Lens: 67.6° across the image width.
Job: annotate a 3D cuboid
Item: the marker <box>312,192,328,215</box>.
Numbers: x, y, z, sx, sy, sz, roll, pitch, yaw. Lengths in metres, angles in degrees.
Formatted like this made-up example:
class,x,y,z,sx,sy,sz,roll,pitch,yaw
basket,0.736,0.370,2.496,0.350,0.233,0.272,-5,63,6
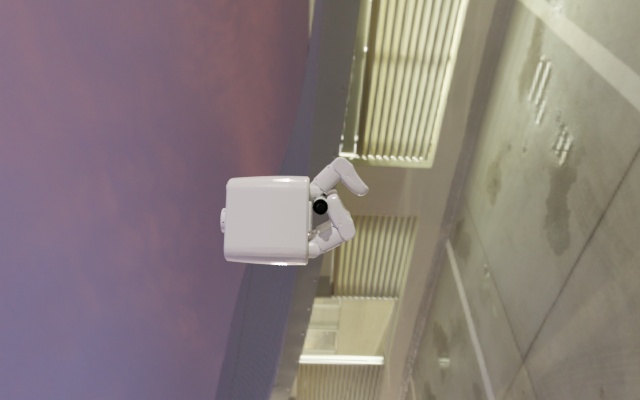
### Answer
class,x,y,z,sx,sy,sz,roll,pitch,yaw
marker,0.000,0.002,0.625,0.020,0.020,0.121,0,6,0
